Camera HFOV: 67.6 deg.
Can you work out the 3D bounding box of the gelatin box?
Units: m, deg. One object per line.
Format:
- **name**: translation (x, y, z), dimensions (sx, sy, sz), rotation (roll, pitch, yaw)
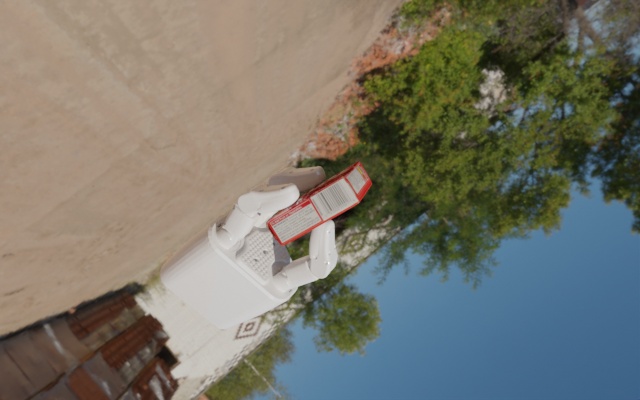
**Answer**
- **gelatin box**: translation (0.001, 0.002, 0.451), dimensions (0.089, 0.030, 0.073), rotation (-30, 5, 21)
